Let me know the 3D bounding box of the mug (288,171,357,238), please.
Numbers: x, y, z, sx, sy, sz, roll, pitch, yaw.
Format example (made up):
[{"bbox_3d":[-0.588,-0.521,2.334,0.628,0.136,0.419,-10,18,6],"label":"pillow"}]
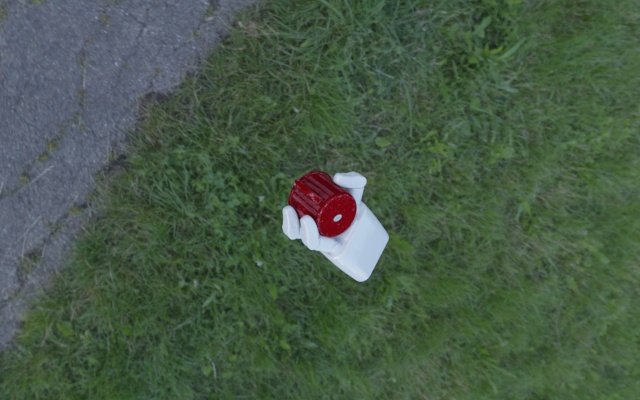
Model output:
[{"bbox_3d":[0.000,0.002,0.780,0.081,0.093,0.117,38,-5,45],"label":"mug"}]
